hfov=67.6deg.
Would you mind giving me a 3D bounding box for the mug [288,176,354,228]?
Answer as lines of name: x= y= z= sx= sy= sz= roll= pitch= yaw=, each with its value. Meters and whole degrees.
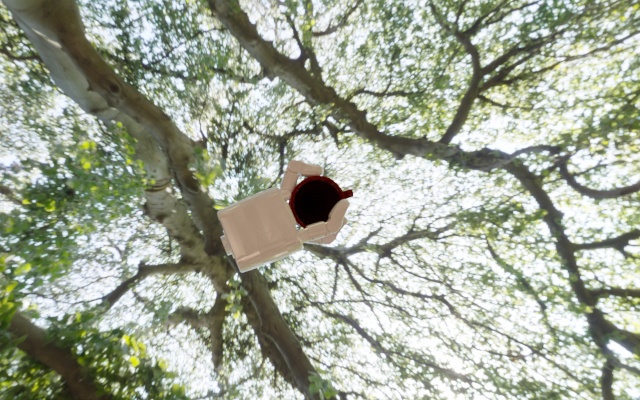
mug: x=0.001 y=0.002 z=0.818 sx=0.117 sy=0.093 sz=0.081 roll=-21 pitch=2 yaw=-11
